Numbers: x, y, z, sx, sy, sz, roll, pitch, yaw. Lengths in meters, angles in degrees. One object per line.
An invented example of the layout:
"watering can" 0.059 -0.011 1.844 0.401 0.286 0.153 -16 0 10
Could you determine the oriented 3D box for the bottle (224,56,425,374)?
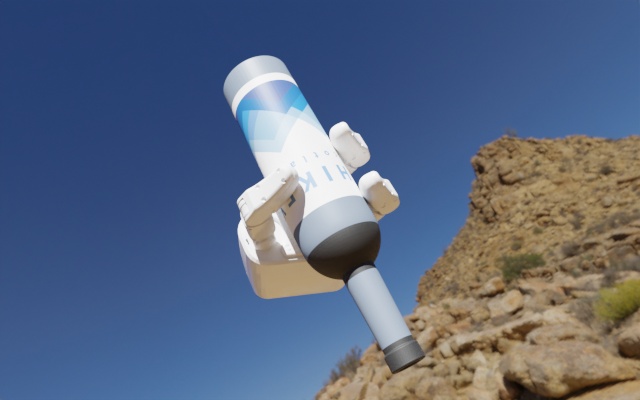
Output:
"bottle" 0.000 0.001 0.403 0.069 0.295 0.069 -23 -26 -12
